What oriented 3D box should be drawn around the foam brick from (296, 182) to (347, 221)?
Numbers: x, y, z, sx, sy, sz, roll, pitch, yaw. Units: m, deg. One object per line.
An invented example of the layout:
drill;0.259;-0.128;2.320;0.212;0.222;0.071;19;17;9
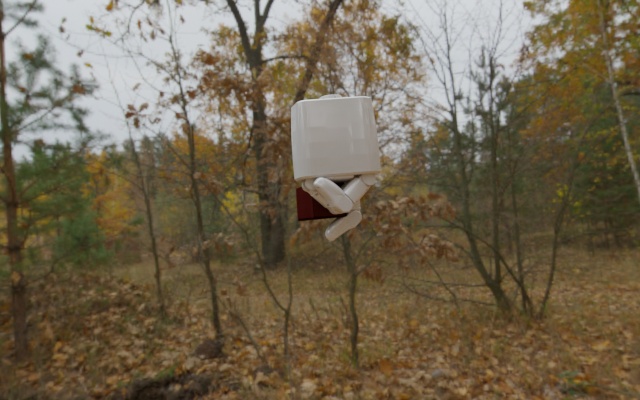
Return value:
foam brick;0.000;0.002;0.710;0.053;0.051;0.078;-4;-3;-21
